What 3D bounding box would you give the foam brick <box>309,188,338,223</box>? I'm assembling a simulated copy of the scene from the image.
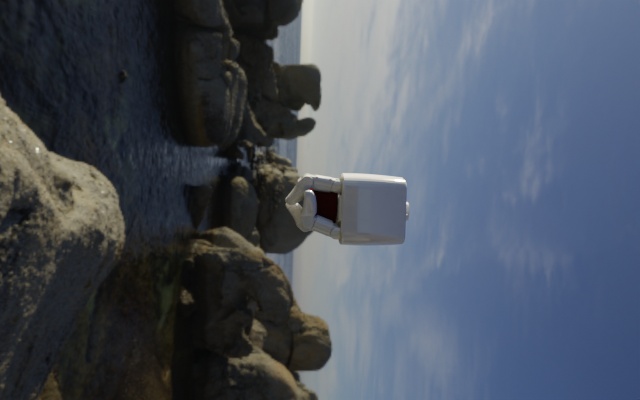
[{"bbox_3d":[0.000,0.002,0.812,0.051,0.053,0.078,2,16,-3],"label":"foam brick"}]
